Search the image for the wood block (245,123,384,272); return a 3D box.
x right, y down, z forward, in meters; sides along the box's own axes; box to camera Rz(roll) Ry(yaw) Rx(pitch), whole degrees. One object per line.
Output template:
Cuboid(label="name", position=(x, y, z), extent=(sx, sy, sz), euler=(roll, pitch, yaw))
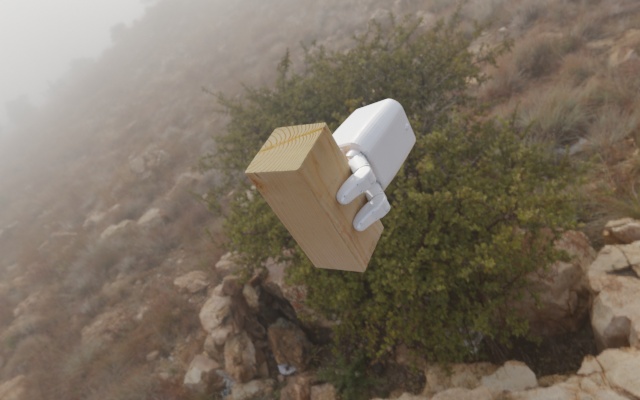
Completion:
Cuboid(label="wood block", position=(0.000, 0.002, 0.669), extent=(0.091, 0.090, 0.206), euler=(1, -42, 37))
